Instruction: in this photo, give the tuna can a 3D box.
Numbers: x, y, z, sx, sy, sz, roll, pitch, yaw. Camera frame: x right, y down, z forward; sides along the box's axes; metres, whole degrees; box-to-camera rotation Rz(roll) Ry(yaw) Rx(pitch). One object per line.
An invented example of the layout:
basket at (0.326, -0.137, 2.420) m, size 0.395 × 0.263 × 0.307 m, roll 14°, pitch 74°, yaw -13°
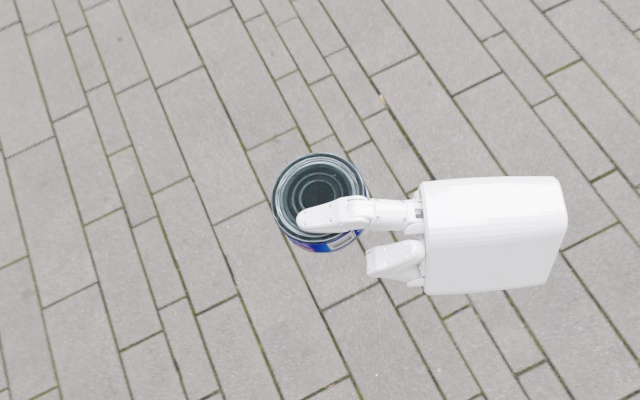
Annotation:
tuna can at (0.000, 0.001, 0.422) m, size 0.086 × 0.086 × 0.034 m, roll 0°, pitch -19°, yaw 13°
